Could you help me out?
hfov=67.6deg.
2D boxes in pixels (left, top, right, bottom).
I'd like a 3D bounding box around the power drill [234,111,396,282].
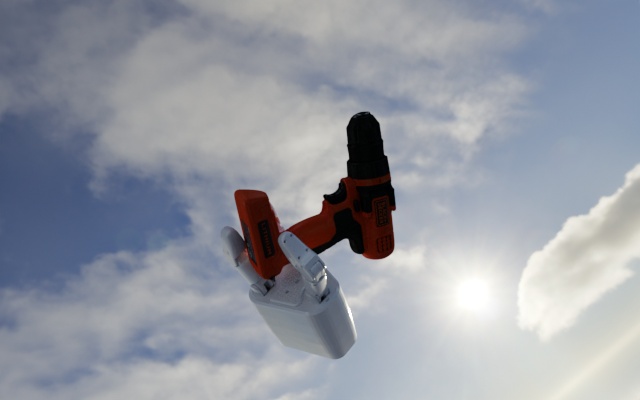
[{"bbox_3d":[0.000,0.002,0.556,0.187,0.184,0.057,-15,17,-19],"label":"power drill"}]
